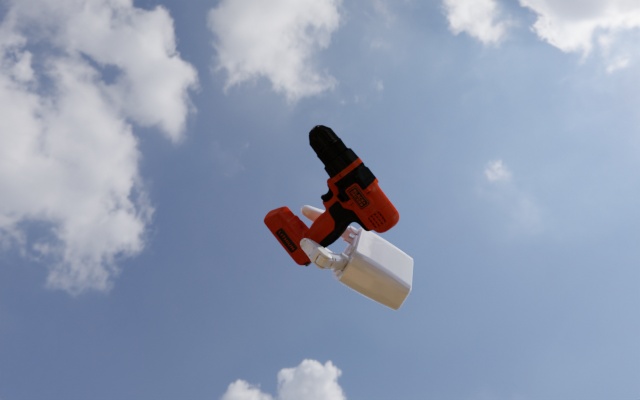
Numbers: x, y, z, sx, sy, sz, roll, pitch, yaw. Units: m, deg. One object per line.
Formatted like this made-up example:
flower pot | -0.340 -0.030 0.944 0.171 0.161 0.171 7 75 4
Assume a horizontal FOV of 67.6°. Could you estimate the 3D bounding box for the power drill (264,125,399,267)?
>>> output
power drill | 0.000 0.003 0.726 0.188 0.184 0.057 -37 1 33
